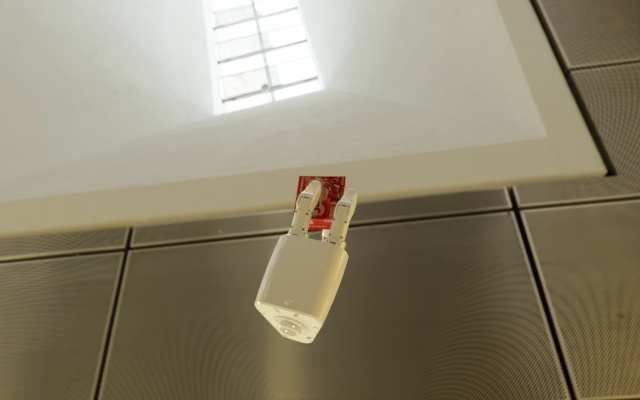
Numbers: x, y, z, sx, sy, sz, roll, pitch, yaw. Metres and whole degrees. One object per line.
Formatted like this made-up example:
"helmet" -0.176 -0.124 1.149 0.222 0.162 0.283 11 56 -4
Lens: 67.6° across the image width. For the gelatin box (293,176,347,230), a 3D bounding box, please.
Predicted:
"gelatin box" 0.000 0.002 0.715 0.073 0.089 0.030 1 -42 7
